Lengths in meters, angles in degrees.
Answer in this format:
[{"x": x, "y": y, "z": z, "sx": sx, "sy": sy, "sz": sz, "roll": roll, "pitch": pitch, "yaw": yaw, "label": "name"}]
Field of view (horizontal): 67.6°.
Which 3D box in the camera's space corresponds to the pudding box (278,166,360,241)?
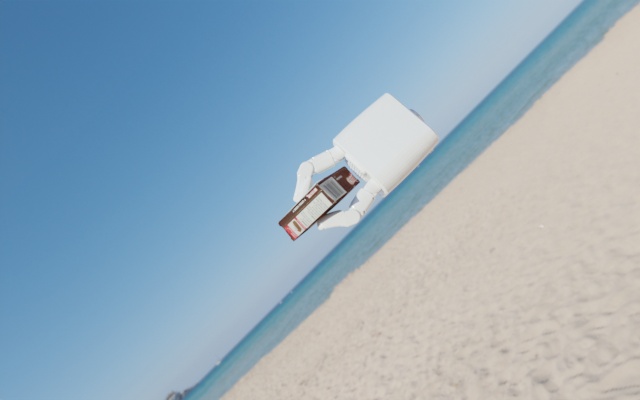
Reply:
[{"x": 0.000, "y": 0.002, "z": 0.682, "sx": 0.090, "sy": 0.039, "sz": 0.113, "roll": -45, "pitch": -6, "yaw": 27, "label": "pudding box"}]
